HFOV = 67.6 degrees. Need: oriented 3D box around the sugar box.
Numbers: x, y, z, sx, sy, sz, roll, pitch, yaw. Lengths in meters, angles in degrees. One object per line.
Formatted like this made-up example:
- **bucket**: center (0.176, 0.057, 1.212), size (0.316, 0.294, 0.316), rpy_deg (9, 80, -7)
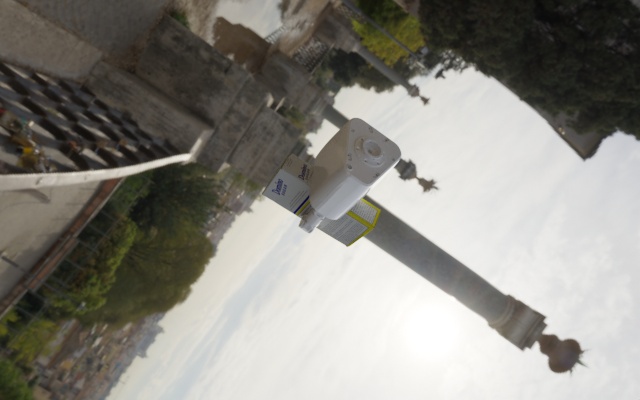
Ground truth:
- **sugar box**: center (0.000, 0.002, 0.783), size (0.176, 0.048, 0.093), rpy_deg (35, -37, -8)
